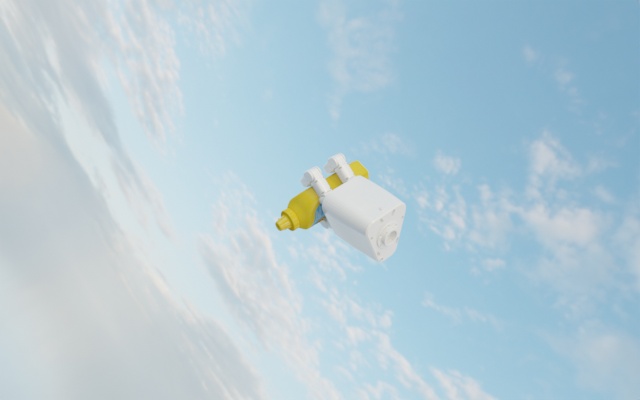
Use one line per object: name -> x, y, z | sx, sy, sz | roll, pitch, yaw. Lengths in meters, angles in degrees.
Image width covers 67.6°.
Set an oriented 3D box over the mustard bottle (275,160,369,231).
mustard bottle -> 0.000, 0.003, 0.868 | 0.191, 0.058, 0.096 | -31, -21, -27
